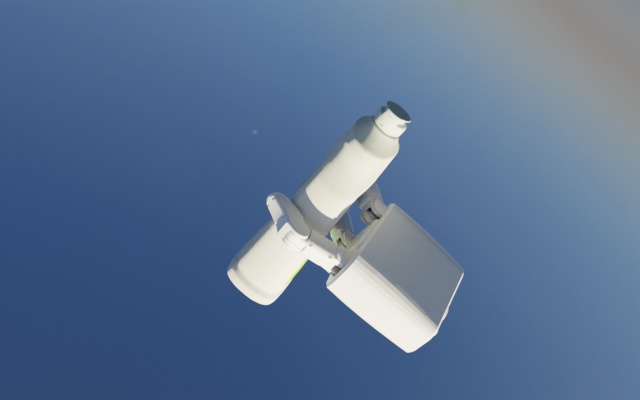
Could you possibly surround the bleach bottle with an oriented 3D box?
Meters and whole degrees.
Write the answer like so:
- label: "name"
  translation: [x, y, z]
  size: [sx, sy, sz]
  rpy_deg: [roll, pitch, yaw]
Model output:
- label: "bleach bottle"
  translation: [0.000, 0.002, 0.498]
  size: [0.251, 0.068, 0.102]
  rpy_deg: [-49, 2, 33]
